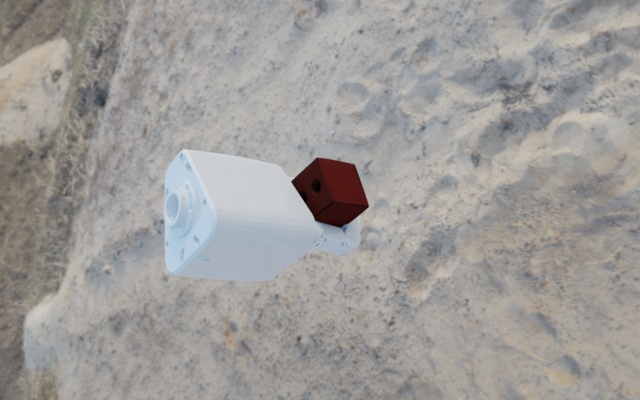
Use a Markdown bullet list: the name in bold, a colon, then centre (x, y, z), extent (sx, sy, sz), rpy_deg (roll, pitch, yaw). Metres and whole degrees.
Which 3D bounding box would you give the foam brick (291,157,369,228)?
- **foam brick**: centre (0.000, 0.001, 0.481), extent (0.051, 0.053, 0.078), rpy_deg (10, -39, -42)
